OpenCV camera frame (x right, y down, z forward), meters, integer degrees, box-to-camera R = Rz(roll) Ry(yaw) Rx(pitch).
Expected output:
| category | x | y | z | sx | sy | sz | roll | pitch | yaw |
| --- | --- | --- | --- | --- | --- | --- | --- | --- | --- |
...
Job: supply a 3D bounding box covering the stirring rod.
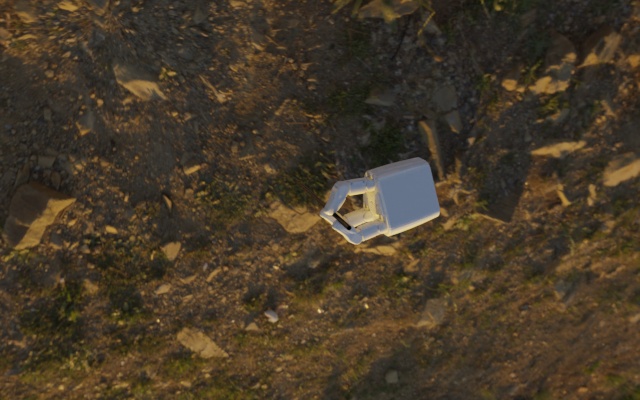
| category | x | y | z | sx | sy | sz | roll | pitch | yaw |
| --- | --- | --- | --- | --- | --- | --- | --- | --- | --- |
| stirring rod | 0.000 | 0.003 | 0.855 | 0.011 | 0.011 | 0.239 | 0 | 20 | -24 |
